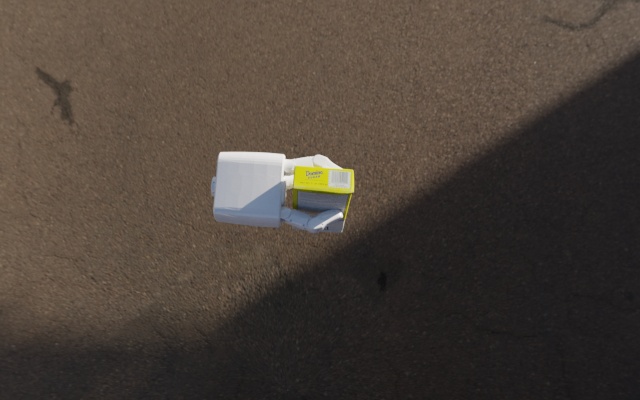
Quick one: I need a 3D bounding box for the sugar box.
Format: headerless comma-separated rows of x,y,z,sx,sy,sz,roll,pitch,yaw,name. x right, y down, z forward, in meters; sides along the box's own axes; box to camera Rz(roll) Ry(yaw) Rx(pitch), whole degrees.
0.000,0.002,0.799,0.093,0.048,0.176,5,-22,-2,sugar box
